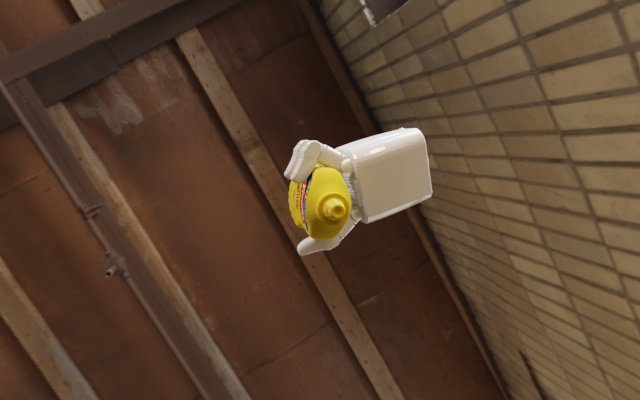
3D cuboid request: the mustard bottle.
[{"bbox_3d":[0.000,0.002,0.642,0.058,0.096,0.191,5,6,-14],"label":"mustard bottle"}]
